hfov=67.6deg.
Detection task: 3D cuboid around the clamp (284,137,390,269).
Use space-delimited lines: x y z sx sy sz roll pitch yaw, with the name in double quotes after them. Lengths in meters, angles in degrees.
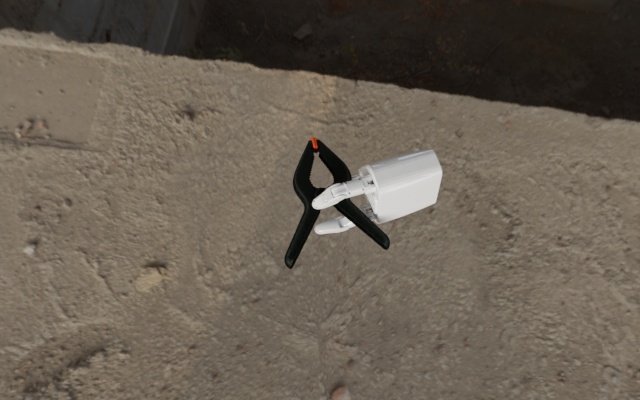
0.000 0.002 0.757 0.164 0.210 0.036 -17 -16 -7 "clamp"
